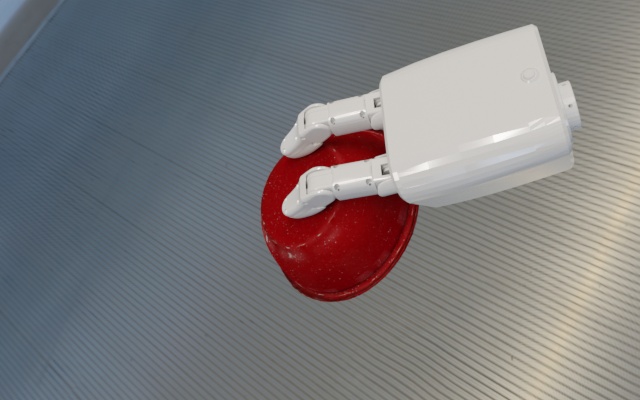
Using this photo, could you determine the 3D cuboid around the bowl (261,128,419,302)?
[{"bbox_3d":[-0.001,0.002,0.407,0.162,0.162,0.055,0,-17,42],"label":"bowl"}]
